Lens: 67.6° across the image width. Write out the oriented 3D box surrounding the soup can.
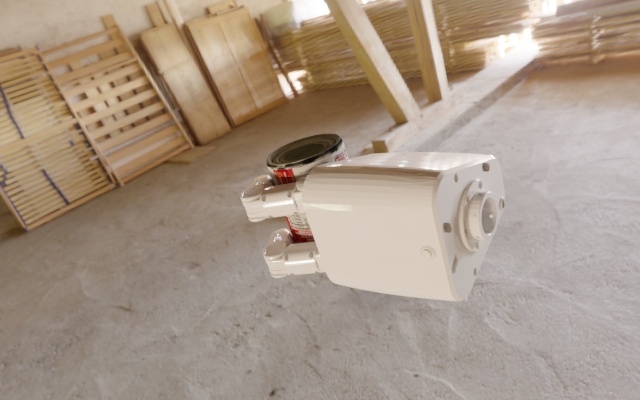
[{"bbox_3d":[0.000,0.001,0.415,0.068,0.102,0.068,-15,22,7],"label":"soup can"}]
